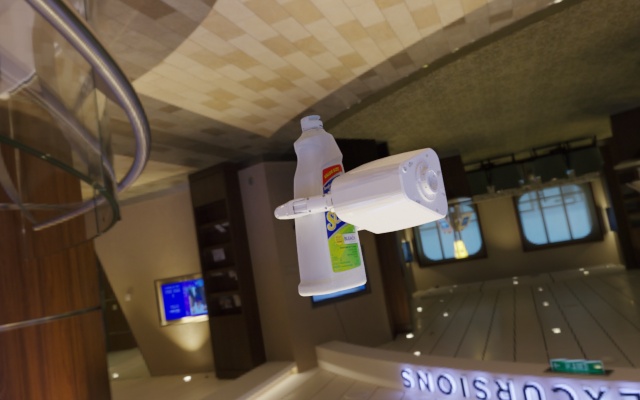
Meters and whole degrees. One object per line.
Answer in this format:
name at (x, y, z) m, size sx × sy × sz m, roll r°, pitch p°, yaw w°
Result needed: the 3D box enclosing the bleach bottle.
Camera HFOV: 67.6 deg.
bleach bottle at (0.000, 0.002, 0.683) m, size 0.068 × 0.251 × 0.102 m, roll -15°, pitch -8°, yaw 41°
